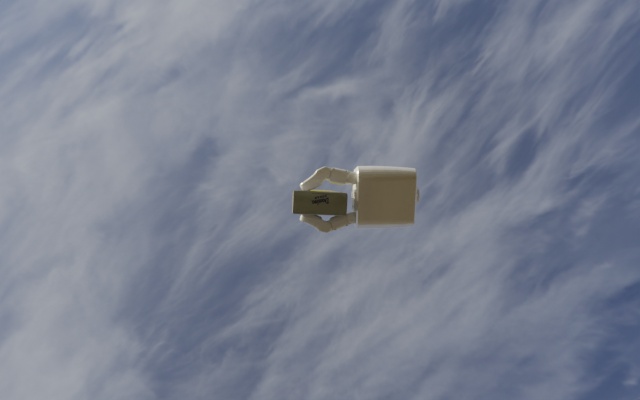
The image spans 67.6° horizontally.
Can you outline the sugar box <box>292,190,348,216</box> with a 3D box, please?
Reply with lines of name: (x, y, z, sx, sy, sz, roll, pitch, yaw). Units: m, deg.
sugar box: (0.000, 0.002, 0.875, 0.093, 0.048, 0.176, 2, -2, 0)
